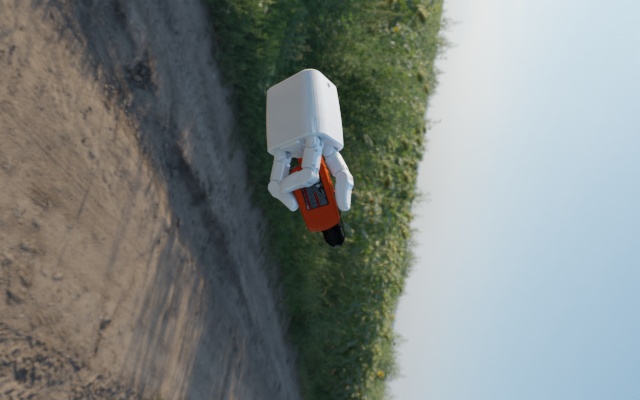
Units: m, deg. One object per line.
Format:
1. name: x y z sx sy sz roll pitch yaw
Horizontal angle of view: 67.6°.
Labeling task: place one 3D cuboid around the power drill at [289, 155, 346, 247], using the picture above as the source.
1. power drill: 0.000 0.002 0.807 0.057 0.184 0.187 -19 3 3
